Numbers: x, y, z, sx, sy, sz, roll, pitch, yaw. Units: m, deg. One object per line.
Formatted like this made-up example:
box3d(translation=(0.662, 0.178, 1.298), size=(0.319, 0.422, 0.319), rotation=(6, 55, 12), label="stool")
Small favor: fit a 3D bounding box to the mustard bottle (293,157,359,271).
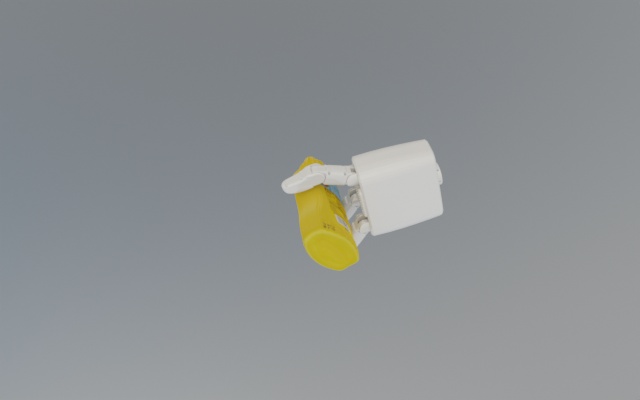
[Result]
box3d(translation=(0.000, 0.003, 0.687), size=(0.058, 0.191, 0.096), rotation=(-33, -48, 19), label="mustard bottle")
